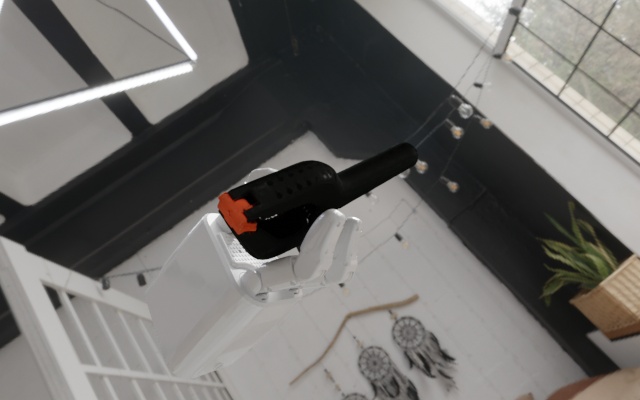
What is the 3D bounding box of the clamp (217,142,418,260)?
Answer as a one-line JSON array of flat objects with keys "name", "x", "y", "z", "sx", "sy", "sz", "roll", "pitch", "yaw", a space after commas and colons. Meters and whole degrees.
[{"name": "clamp", "x": -0.001, "y": 0.001, "z": 0.400, "sx": 0.036, "sy": 0.164, "sz": 0.210, "roll": 48, "pitch": 15, "yaw": 22}]
